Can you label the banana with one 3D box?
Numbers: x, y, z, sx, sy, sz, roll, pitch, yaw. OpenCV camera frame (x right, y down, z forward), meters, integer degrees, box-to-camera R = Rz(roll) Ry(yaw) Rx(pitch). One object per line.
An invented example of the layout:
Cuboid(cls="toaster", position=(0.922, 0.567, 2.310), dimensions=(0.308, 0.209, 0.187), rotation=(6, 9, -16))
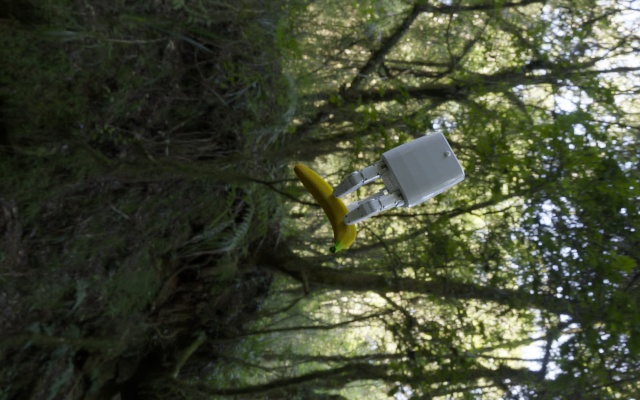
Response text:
Cuboid(cls="banana", position=(0.014, 0.010, 0.796), dimensions=(0.070, 0.197, 0.037), rotation=(24, -61, -43))
